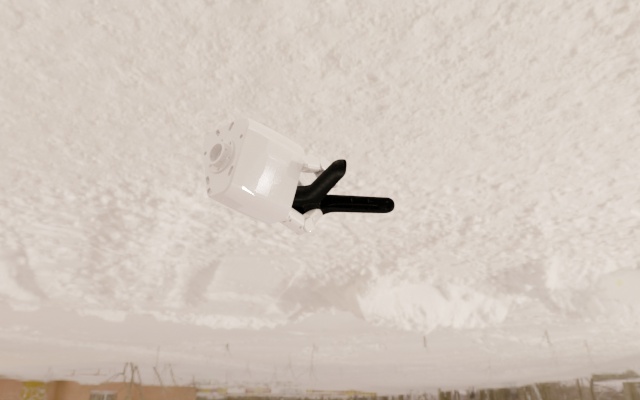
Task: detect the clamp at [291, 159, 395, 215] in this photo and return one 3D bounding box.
[{"bbox_3d":[0.000,0.003,0.744,0.210,0.036,0.165,-17,-31,36],"label":"clamp"}]
